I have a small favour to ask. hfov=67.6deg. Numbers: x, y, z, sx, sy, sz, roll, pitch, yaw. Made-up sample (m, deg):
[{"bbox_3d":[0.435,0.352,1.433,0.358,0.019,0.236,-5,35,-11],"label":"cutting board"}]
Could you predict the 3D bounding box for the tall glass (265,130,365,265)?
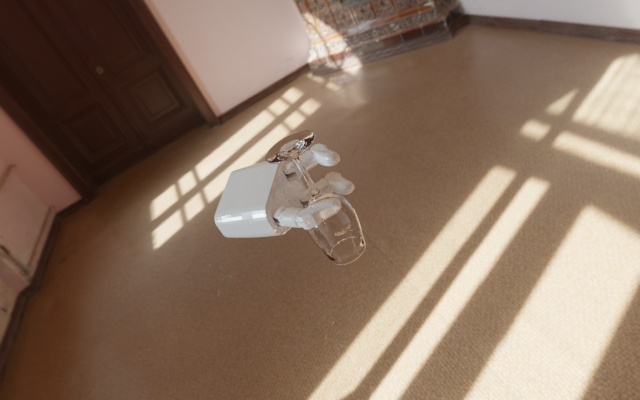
[{"bbox_3d":[0.000,0.002,0.688,0.079,0.201,0.079,-21,31,14],"label":"tall glass"}]
